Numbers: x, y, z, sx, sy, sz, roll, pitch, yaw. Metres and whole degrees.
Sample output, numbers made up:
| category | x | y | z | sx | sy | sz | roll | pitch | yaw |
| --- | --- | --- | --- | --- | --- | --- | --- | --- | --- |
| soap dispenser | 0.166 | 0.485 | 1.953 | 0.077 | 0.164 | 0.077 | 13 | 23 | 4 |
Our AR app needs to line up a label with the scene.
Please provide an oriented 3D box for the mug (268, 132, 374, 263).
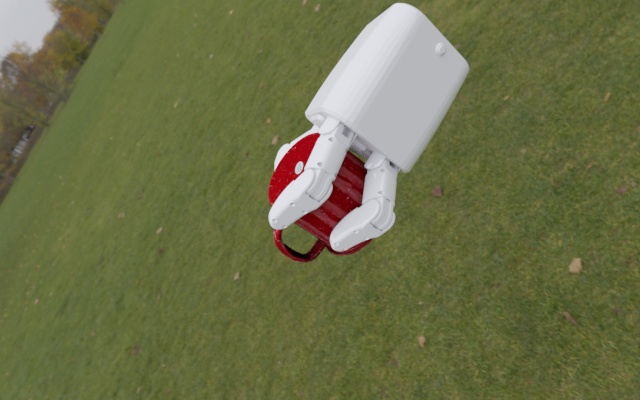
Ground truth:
| category | x | y | z | sx | sy | sz | roll | pitch | yaw |
| --- | --- | --- | --- | --- | --- | --- | --- | --- | --- |
| mug | -0.001 | 0.003 | 0.437 | 0.081 | 0.117 | 0.093 | 34 | 0 | -31 |
